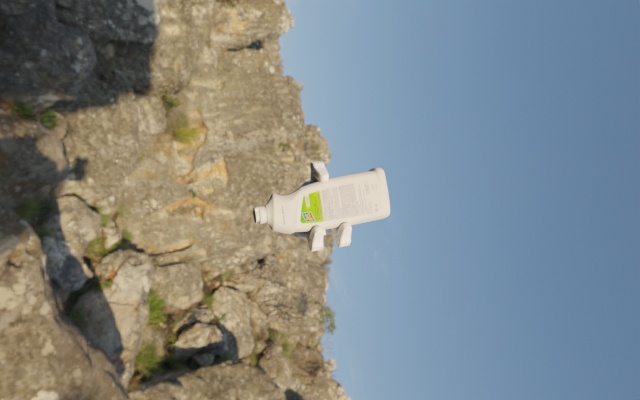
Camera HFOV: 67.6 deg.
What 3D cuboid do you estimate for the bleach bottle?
[{"bbox_3d":[0.000,0.003,0.888,0.251,0.102,0.068,-7,-4,-17],"label":"bleach bottle"}]
